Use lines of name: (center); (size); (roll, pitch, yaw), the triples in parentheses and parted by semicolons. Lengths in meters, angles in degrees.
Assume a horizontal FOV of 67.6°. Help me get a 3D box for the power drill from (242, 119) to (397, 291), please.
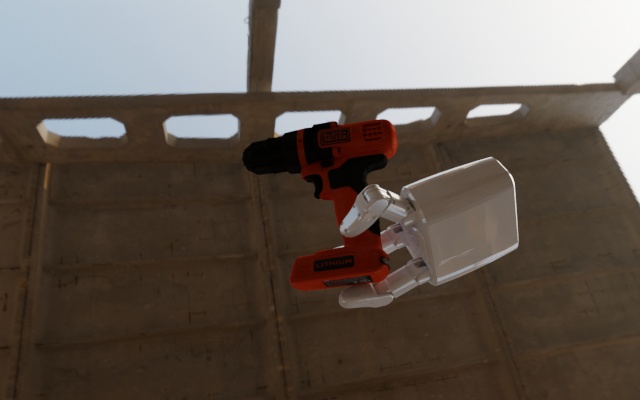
power drill: (0.000, 0.002, 0.534); (0.184, 0.187, 0.057); (-9, -20, 13)
